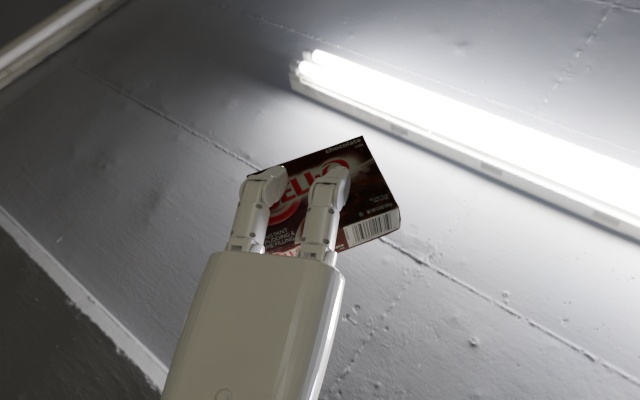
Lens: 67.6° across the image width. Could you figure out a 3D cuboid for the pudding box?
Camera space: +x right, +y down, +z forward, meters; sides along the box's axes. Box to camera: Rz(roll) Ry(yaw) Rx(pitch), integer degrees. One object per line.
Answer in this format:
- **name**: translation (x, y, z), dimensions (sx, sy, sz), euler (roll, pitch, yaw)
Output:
- **pudding box**: translation (0.000, 0.001, 0.405), dimensions (0.113, 0.090, 0.039), euler (-18, -39, -2)
